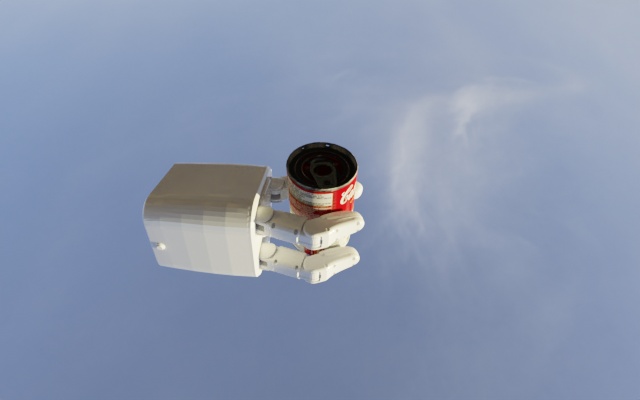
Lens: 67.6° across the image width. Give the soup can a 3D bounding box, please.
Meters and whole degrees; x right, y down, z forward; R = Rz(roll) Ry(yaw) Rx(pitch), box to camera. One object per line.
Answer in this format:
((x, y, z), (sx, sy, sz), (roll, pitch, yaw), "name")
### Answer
((0.001, 0.002, 0.485), (0.068, 0.068, 0.102), (1, -45, -1), "soup can")
